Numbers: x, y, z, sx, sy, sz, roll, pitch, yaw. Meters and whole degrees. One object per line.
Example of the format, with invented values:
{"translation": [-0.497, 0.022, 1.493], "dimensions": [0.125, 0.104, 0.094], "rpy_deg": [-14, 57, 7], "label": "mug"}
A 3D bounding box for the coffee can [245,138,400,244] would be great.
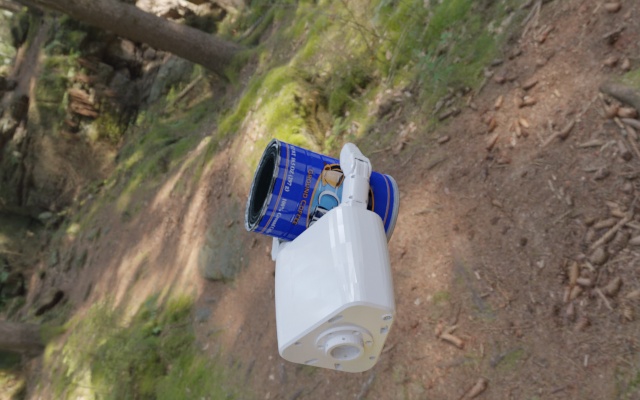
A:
{"translation": [0.000, 0.002, 0.525], "dimensions": [0.140, 0.103, 0.103], "rpy_deg": [16, -6, -19], "label": "coffee can"}
